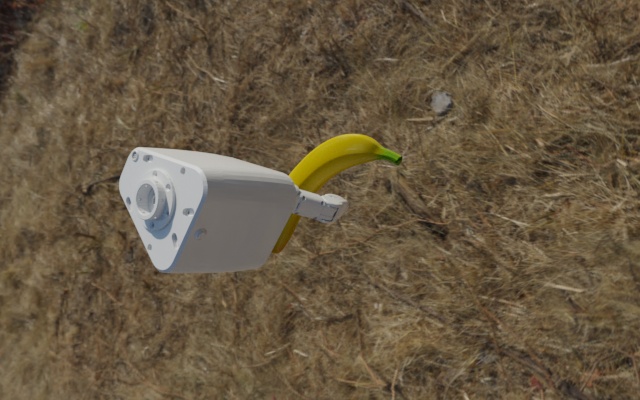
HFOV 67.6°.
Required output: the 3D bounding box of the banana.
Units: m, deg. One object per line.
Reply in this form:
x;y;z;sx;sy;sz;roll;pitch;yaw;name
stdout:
-0.005;-0.016;0.535;0.198;0.069;0.037;-38;-23;28;banana
